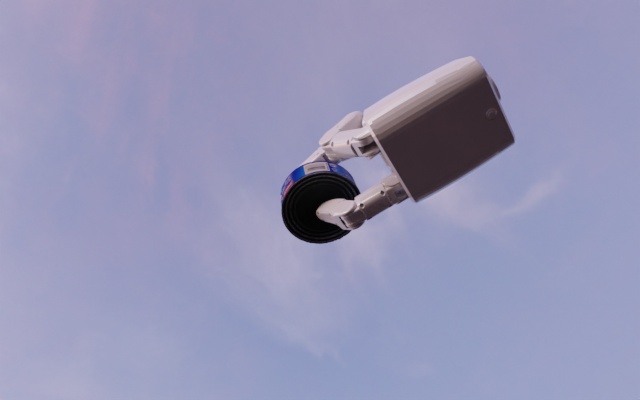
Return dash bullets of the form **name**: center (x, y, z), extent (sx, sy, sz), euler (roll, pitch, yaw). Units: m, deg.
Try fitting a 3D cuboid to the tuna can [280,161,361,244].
- **tuna can**: center (0.000, 0.001, 0.508), extent (0.086, 0.086, 0.033), euler (0, 29, -9)
